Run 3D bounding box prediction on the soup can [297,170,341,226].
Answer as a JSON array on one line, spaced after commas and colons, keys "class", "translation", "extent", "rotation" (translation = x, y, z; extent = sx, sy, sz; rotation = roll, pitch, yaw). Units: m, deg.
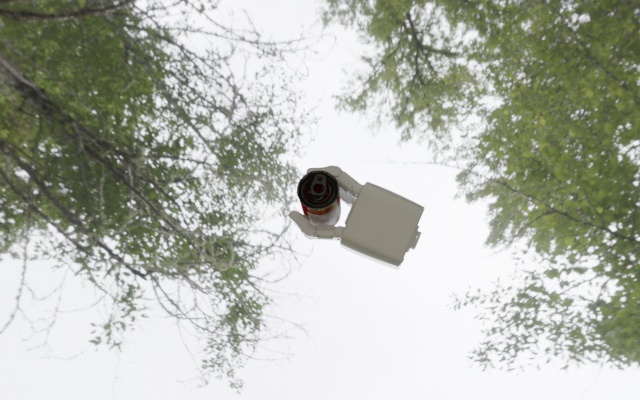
[{"class": "soup can", "translation": [0.000, 0.003, 0.796], "extent": [0.068, 0.068, 0.102], "rotation": [0, -23, 5]}]
